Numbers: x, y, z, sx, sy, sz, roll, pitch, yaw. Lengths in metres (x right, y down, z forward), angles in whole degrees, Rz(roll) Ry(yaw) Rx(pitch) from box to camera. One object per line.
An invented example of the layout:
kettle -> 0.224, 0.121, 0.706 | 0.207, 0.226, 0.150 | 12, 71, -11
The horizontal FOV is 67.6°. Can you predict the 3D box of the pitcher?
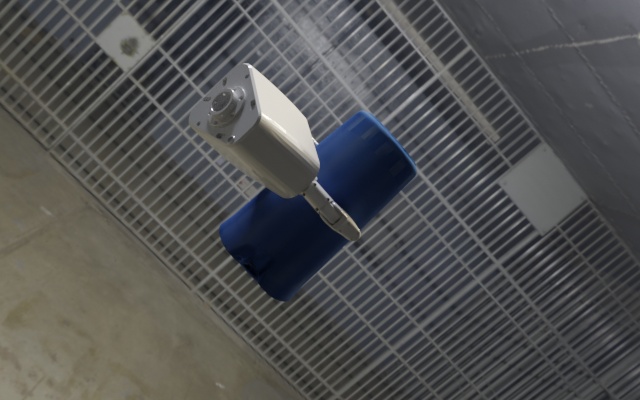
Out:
pitcher -> 0.000, 0.002, 0.620 | 0.145, 0.243, 0.149 | 41, 11, -47
